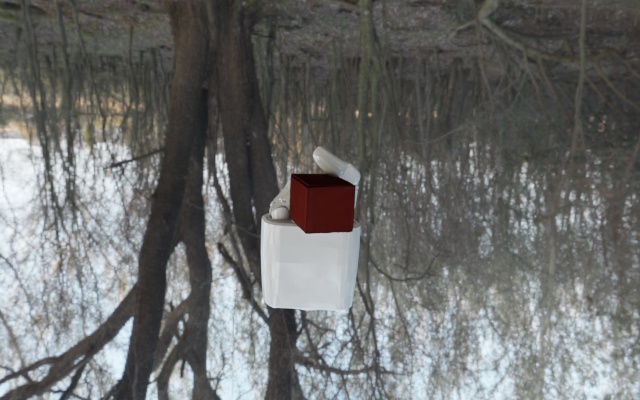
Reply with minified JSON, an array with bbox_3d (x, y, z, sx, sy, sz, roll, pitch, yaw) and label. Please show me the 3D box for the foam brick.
[{"bbox_3d":[0.000,0.002,0.518,0.053,0.051,0.078,0,12,-17],"label":"foam brick"}]
